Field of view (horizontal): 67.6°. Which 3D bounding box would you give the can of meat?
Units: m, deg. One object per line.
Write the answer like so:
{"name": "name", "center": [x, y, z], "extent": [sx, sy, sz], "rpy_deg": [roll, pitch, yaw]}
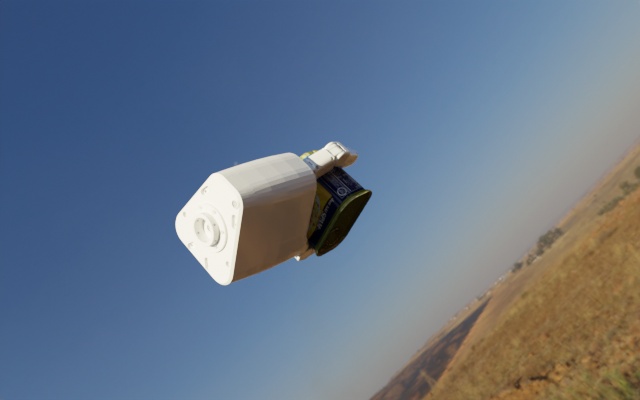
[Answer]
{"name": "can of meat", "center": [0.000, 0.002, 0.575], "extent": [0.084, 0.102, 0.057], "rpy_deg": [44, 40, 20]}
